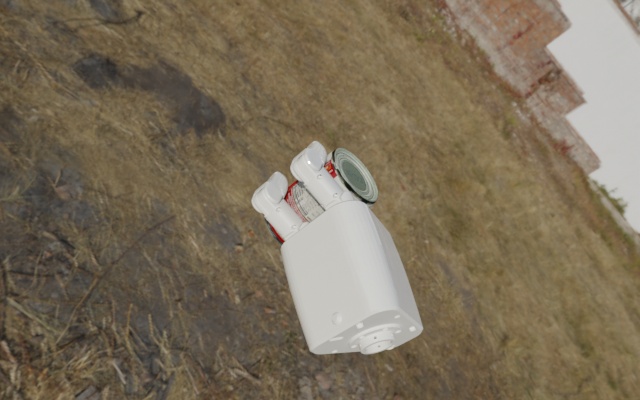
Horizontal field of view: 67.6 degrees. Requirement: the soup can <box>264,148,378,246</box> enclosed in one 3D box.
[{"bbox_3d":[0.000,0.001,0.493,0.102,0.068,0.068,-37,-19,27],"label":"soup can"}]
